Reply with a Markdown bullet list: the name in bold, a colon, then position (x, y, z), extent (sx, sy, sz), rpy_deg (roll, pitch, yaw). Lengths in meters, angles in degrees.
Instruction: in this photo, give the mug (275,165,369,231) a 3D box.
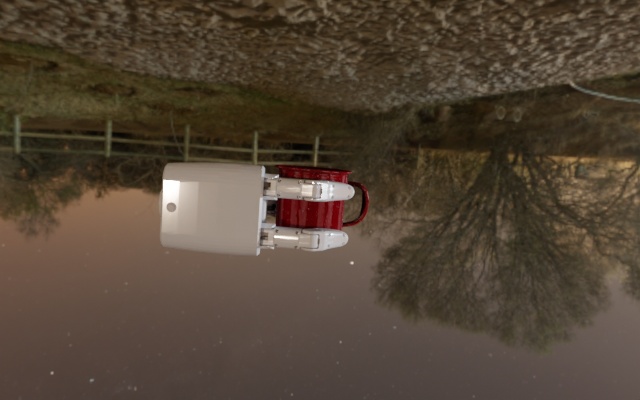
- **mug**: position (0.002, 0.002, 0.580), extent (0.117, 0.081, 0.093), rpy_deg (4, 6, -4)
